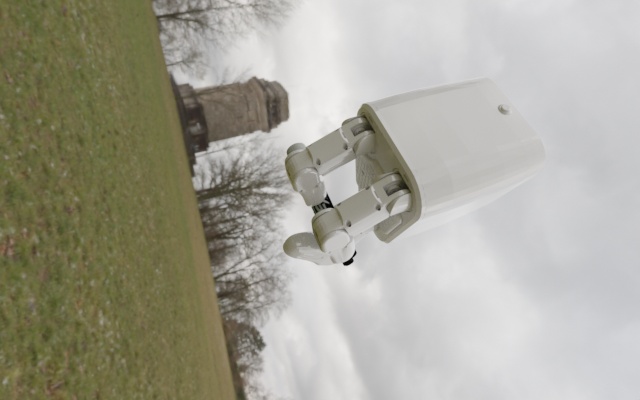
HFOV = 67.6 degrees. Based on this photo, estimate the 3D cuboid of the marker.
[{"bbox_3d":[0.000,0.001,0.402,0.020,0.121,0.020,-19,-30,-11],"label":"marker"}]
